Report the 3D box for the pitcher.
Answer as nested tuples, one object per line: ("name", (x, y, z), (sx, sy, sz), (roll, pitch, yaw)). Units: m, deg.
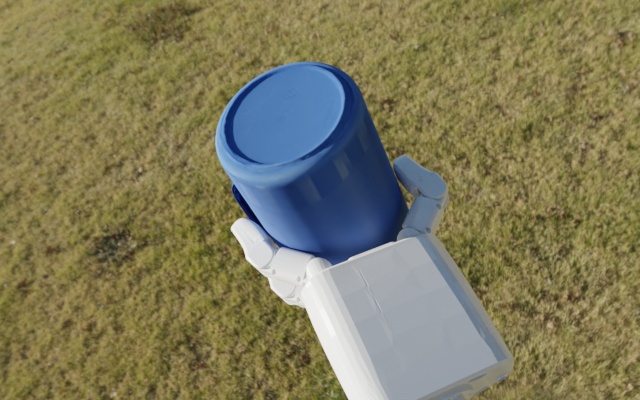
("pitcher", (0.000, 0.001, 0.420), (0.149, 0.145, 0.243), (-29, -36, 1))
